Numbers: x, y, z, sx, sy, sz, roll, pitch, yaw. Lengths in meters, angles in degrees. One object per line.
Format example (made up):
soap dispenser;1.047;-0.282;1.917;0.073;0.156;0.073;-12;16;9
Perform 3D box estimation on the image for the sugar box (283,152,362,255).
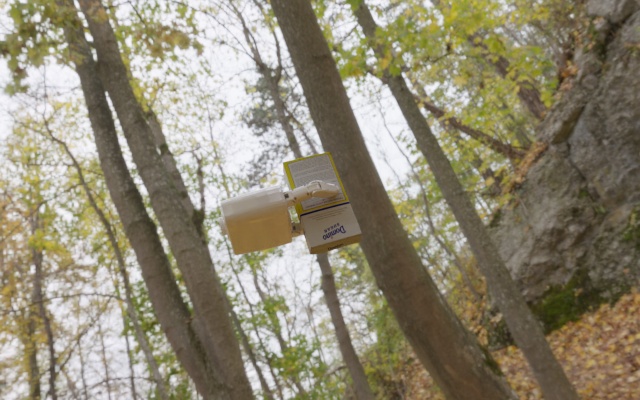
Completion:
sugar box;0.000;0.003;0.848;0.093;0.176;0.048;-14;-24;-10
